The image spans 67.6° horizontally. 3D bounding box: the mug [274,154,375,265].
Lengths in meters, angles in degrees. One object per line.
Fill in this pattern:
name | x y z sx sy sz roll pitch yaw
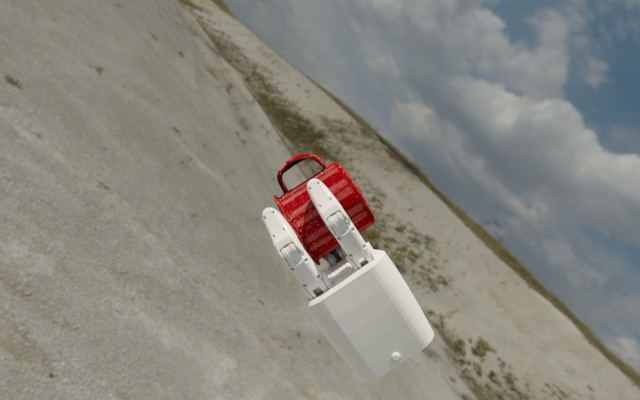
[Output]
mug | -0.001 0.000 0.530 0.081 0.117 0.093 -33 8 0
